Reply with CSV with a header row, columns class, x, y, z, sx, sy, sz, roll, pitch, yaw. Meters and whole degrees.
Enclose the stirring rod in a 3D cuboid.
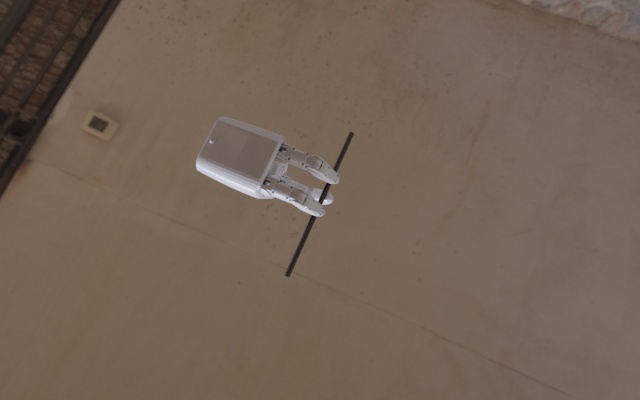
class,x,y,z,sx,sy,sz,roll,pitch,yaw
stirring rod,0.000,0.002,0.712,0.011,0.239,0.011,23,-13,6
